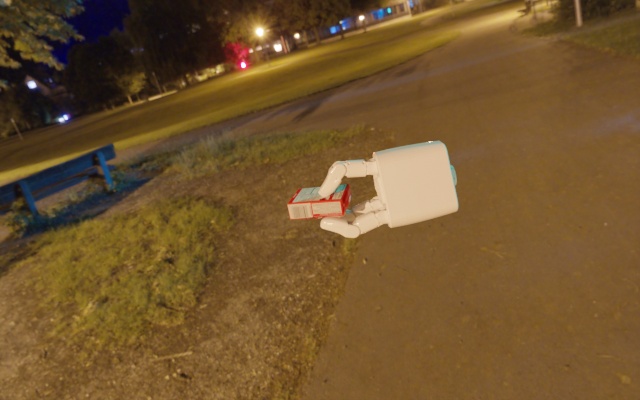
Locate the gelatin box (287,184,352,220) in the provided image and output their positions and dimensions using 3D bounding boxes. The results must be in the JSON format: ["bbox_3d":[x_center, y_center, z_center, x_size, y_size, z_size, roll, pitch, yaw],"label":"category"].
[{"bbox_3d":[0.000,0.002,0.755,0.089,0.030,0.073,-4,20,13],"label":"gelatin box"}]
